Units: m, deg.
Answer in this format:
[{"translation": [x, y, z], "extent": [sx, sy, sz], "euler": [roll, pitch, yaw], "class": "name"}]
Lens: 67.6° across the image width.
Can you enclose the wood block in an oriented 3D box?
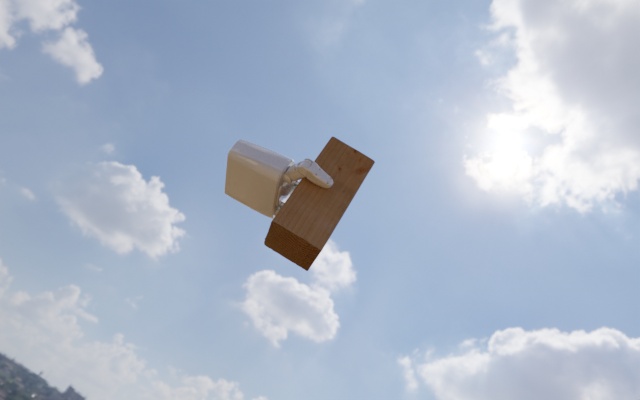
[{"translation": [0.000, 0.002, 0.811], "extent": [0.090, 0.206, 0.091], "euler": [31, -33, 3], "class": "wood block"}]
